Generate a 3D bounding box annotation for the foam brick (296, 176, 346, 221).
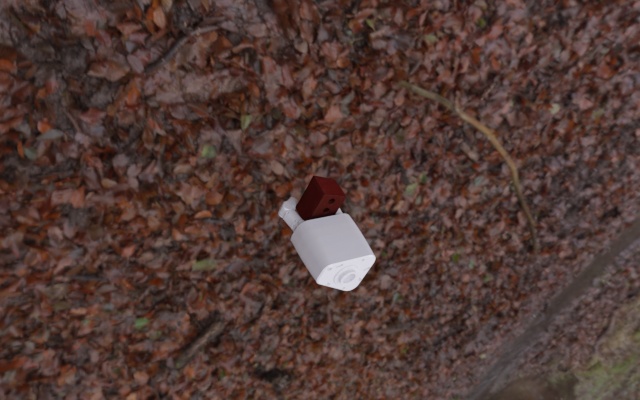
[{"bbox_3d":[0.000,0.003,0.868,0.053,0.078,0.051,6,37,-36],"label":"foam brick"}]
